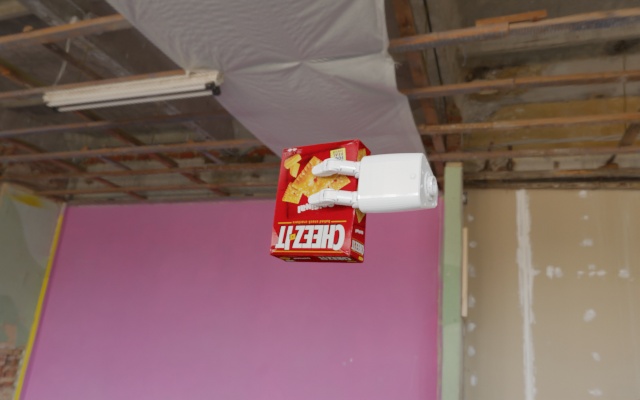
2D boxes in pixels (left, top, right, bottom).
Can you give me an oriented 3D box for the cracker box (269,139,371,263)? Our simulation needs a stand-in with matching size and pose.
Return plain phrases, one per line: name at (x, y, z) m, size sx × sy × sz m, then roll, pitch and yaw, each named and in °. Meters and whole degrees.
cracker box at (0.000, 0.003, 0.878) m, size 0.164 × 0.213 × 0.072 m, roll -3°, pitch -19°, yaw 28°
